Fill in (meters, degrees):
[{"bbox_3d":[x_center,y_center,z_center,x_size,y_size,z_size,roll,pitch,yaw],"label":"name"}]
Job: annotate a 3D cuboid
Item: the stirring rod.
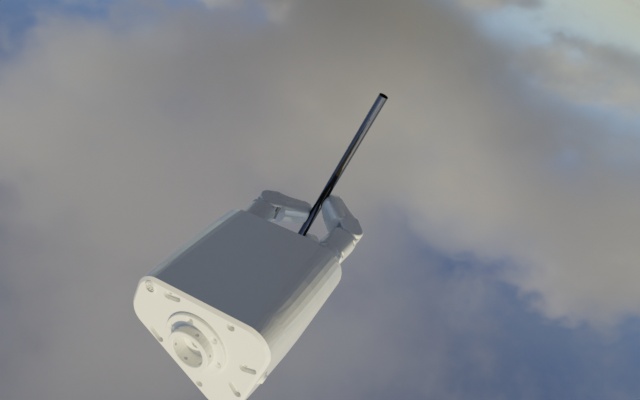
[{"bbox_3d":[0.000,0.001,0.451,0.011,0.240,0.011,20,36,-15],"label":"stirring rod"}]
